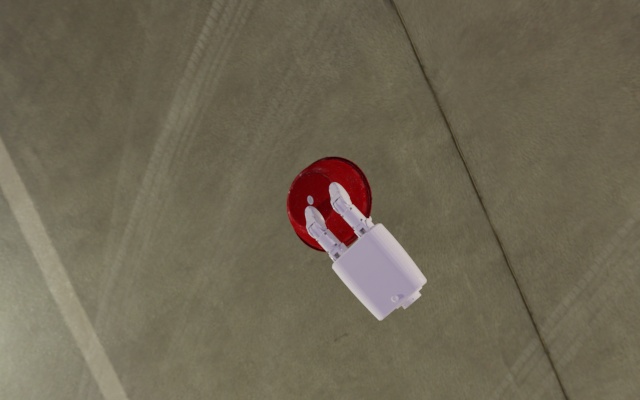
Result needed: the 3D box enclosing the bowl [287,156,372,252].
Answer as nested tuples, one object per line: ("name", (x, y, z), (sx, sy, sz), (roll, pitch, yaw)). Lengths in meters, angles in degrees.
("bowl", (-0.001, 0.002, 0.776), (0.162, 0.162, 0.055), (0, -7, 33))
